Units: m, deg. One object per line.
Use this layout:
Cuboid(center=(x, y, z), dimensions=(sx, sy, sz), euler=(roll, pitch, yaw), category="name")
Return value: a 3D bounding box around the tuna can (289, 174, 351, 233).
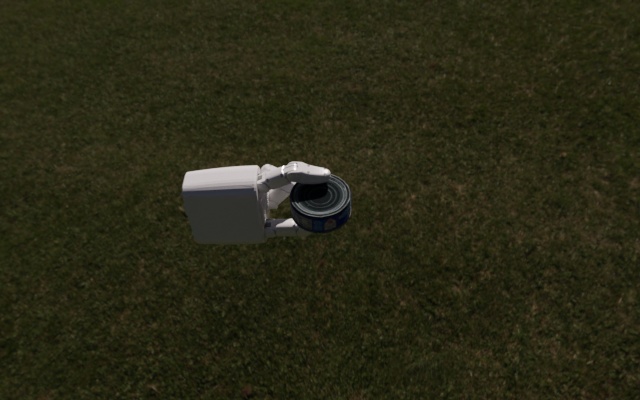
Cuboid(center=(0.000, 0.002, 0.661), dimensions=(0.086, 0.086, 0.034), euler=(0, -42, 2), category="tuna can")
